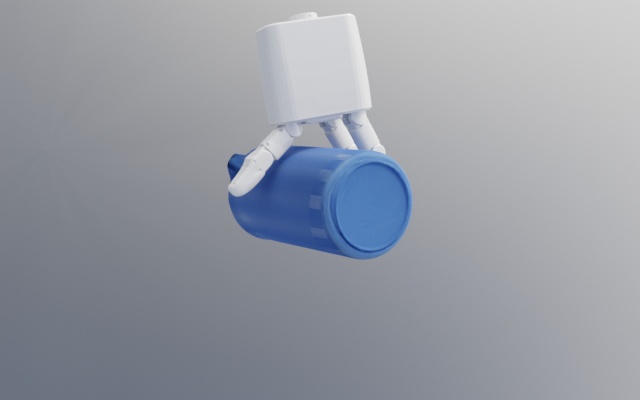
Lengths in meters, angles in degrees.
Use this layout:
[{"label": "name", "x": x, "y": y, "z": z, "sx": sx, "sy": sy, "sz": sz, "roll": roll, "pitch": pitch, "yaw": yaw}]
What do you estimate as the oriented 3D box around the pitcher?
[{"label": "pitcher", "x": 0.000, "y": 0.002, "z": 0.567, "sx": 0.149, "sy": 0.145, "sz": 0.243, "roll": -14, "pitch": 11, "yaw": -28}]
